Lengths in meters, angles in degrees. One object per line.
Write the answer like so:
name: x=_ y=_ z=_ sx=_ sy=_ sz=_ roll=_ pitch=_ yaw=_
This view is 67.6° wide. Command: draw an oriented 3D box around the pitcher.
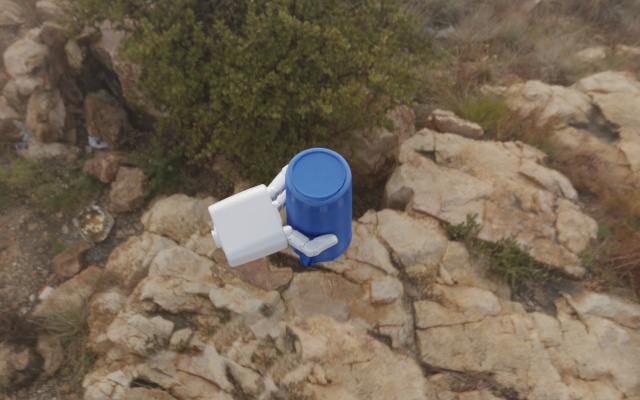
pitcher: x=0.000 y=0.003 z=0.871 sx=0.145 sy=0.149 sz=0.243 roll=-22 pitch=-25 yaw=-11
